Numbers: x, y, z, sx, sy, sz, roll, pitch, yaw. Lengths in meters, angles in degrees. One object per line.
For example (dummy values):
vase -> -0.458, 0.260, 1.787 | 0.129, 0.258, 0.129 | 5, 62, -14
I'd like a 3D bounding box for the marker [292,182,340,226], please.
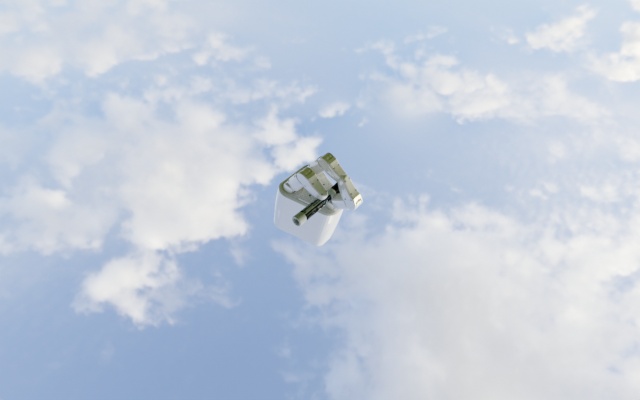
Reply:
marker -> 0.000, 0.003, 0.786 | 0.020, 0.020, 0.121 | 0, 31, 48
